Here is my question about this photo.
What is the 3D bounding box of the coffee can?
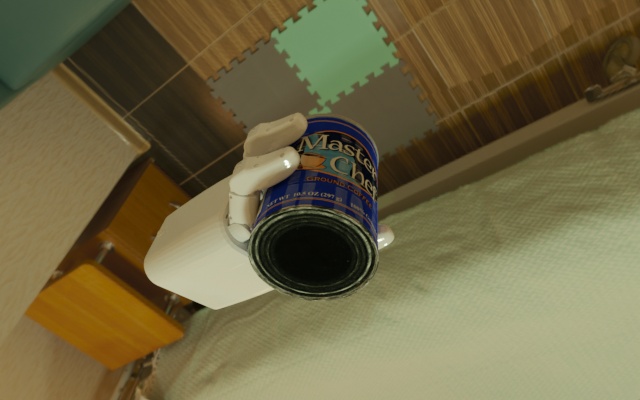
[{"bbox_3d":[0.000,0.001,0.422,0.103,0.103,0.140,0,38,7],"label":"coffee can"}]
